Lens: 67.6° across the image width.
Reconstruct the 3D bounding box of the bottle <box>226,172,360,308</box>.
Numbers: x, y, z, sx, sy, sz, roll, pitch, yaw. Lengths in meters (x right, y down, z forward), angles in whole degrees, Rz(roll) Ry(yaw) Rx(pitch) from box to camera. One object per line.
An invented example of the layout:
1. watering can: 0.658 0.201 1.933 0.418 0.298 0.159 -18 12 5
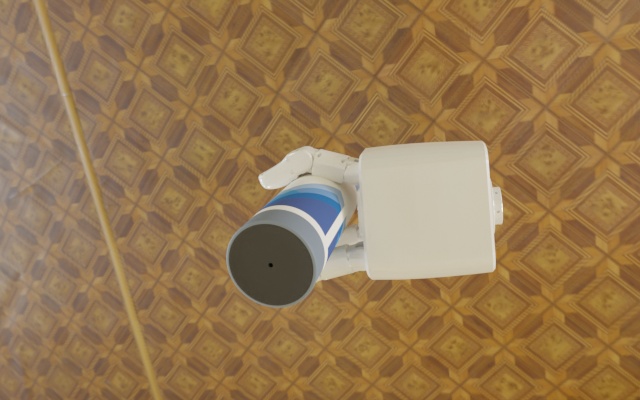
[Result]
1. bottle: 0.000 0.002 0.465 0.069 0.069 0.295 0 17 14
